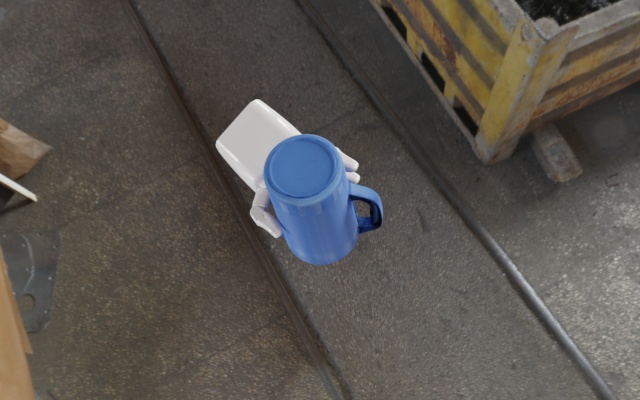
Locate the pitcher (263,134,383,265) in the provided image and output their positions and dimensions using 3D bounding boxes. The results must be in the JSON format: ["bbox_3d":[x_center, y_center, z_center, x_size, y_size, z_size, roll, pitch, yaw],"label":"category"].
[{"bbox_3d":[0.000,0.002,0.731,0.145,0.149,0.243,44,-12,21],"label":"pitcher"}]
